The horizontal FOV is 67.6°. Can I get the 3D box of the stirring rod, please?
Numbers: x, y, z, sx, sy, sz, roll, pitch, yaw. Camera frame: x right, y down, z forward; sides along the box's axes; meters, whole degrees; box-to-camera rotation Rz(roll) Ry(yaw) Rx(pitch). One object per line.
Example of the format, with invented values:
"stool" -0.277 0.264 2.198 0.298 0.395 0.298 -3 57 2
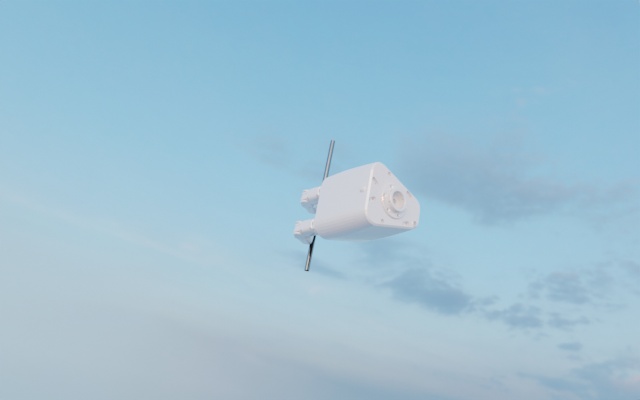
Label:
"stirring rod" 0.000 0.003 0.803 0.011 0.239 0.011 10 -23 4
